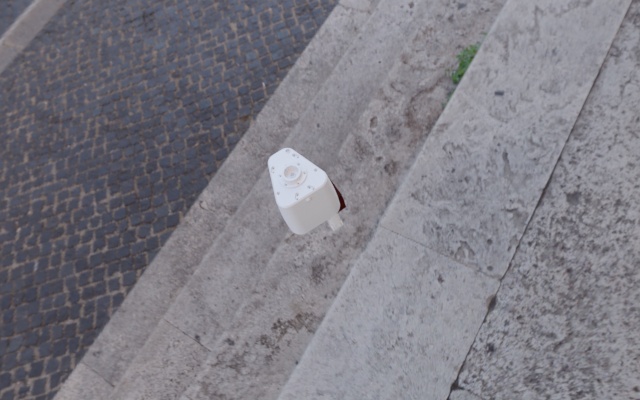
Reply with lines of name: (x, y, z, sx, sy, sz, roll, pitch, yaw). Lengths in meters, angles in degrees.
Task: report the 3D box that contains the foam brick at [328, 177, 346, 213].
foam brick: (0.000, 0.003, 0.888, 0.078, 0.053, 0.051, -32, -29, -5)
